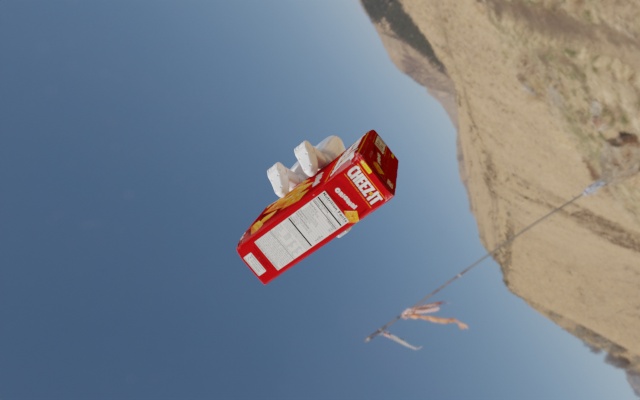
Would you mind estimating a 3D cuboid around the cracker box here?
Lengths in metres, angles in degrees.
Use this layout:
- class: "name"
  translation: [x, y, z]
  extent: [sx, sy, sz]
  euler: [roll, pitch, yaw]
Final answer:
- class: "cracker box"
  translation: [0.000, 0.002, 0.657]
  extent: [0.214, 0.072, 0.164]
  euler: [-36, 9, 20]
